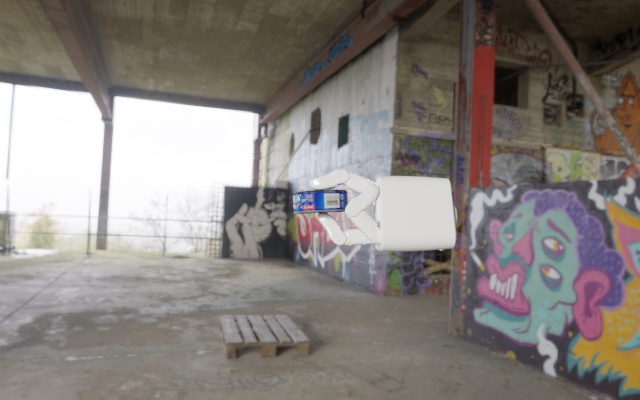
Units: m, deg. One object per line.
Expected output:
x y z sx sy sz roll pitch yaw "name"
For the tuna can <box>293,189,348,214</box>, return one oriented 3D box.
0.000 0.002 0.740 0.086 0.034 0.086 -3 -2 0 "tuna can"
